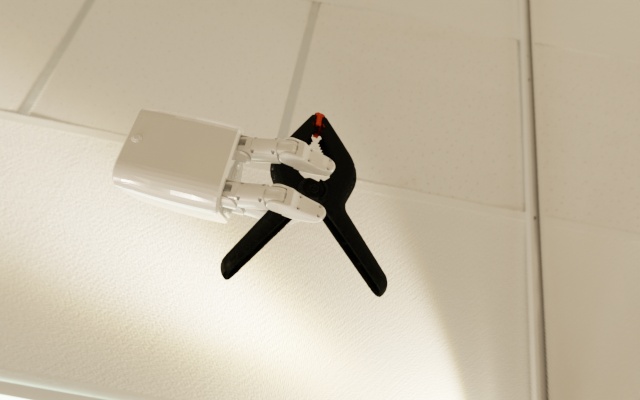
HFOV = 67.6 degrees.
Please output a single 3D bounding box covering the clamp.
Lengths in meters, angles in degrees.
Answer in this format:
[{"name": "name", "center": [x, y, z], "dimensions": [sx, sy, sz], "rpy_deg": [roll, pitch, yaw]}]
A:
[{"name": "clamp", "center": [0.000, 0.001, 0.508], "dimensions": [0.164, 0.210, 0.036], "rpy_deg": [14, -28, -5]}]
